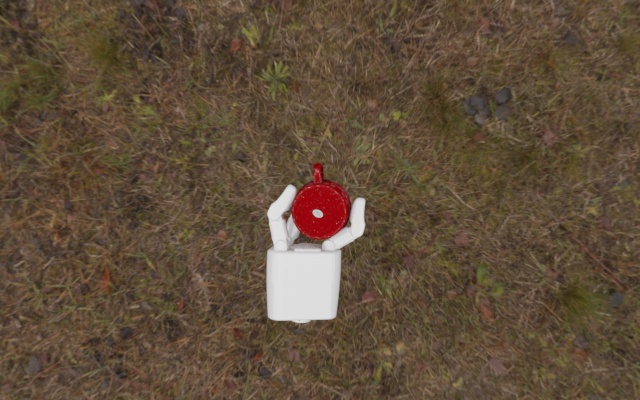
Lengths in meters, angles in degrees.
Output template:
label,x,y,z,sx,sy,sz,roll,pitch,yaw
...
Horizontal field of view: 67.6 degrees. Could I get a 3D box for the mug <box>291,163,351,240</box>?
label,x,y,z,sx,sy,sz,roll,pitch,yaw
mug,0.000,0.001,0.716,0.093,0.117,0.081,-1,3,3
